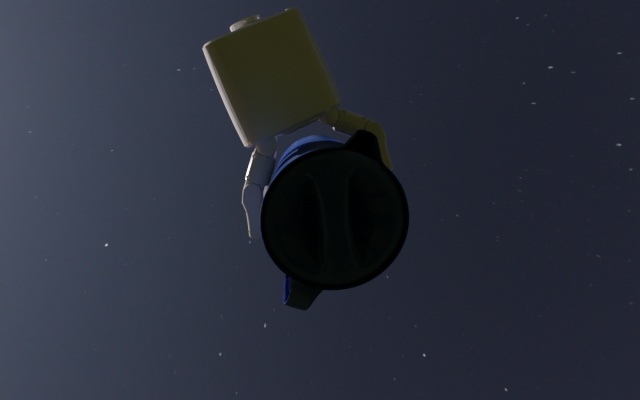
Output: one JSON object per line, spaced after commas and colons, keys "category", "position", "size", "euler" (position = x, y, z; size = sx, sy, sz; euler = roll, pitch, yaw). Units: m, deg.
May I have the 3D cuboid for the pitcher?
{"category": "pitcher", "position": [0.000, 0.002, 0.534], "size": [0.149, 0.145, 0.242], "euler": [-25, 14, 2]}
